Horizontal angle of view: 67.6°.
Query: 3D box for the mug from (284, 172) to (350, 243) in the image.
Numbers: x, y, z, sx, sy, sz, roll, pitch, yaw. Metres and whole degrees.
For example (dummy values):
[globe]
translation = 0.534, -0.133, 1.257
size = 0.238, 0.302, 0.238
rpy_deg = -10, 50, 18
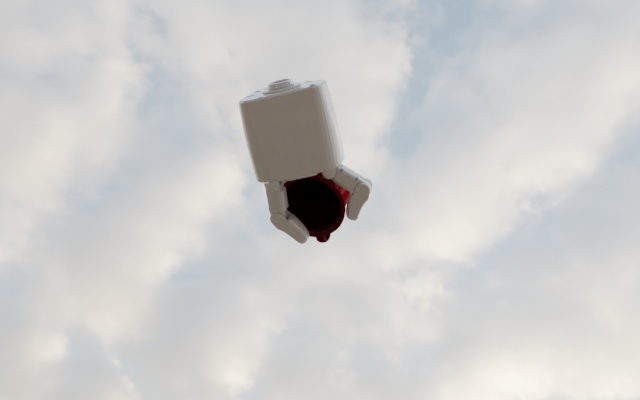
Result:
[mug]
translation = 0.001, 0.003, 0.672
size = 0.093, 0.117, 0.081
rpy_deg = -4, 24, 18
